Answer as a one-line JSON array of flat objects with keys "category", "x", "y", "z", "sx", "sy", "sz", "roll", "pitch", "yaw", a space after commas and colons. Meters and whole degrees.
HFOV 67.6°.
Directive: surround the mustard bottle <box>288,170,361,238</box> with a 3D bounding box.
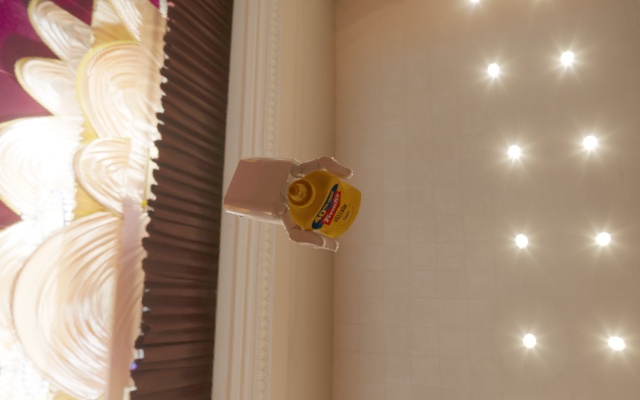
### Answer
[{"category": "mustard bottle", "x": 0.001, "y": 0.003, "z": 0.755, "sx": 0.058, "sy": 0.096, "sz": 0.192, "roll": 33, "pitch": 4, "yaw": 27}]
